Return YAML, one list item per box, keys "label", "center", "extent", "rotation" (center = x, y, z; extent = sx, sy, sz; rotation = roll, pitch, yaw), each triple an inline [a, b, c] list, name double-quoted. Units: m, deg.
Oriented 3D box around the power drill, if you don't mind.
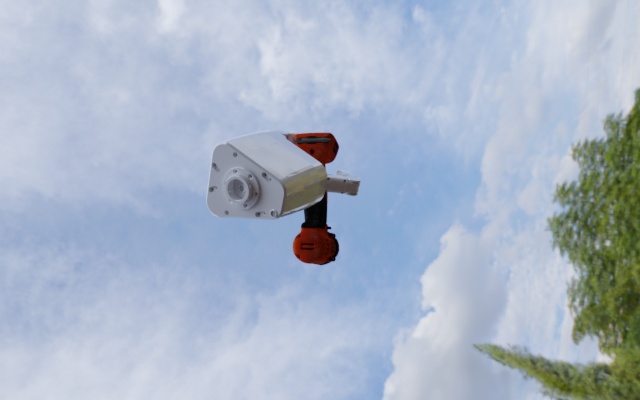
- label: "power drill"
  center: [0.000, 0.002, 0.710]
  extent: [0.057, 0.187, 0.184]
  rotation: [-2, -6, 8]
